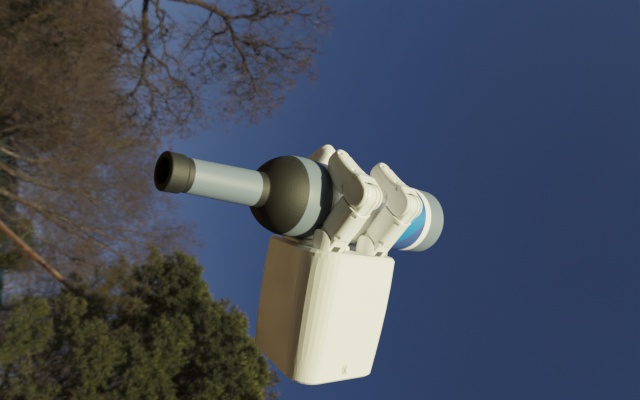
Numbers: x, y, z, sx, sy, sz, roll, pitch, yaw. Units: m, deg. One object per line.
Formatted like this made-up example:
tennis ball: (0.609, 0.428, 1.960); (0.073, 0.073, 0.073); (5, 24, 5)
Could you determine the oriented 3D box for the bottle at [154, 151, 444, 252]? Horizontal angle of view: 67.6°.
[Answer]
bottle: (0.000, 0.001, 0.418); (0.296, 0.069, 0.069); (11, -8, -43)
